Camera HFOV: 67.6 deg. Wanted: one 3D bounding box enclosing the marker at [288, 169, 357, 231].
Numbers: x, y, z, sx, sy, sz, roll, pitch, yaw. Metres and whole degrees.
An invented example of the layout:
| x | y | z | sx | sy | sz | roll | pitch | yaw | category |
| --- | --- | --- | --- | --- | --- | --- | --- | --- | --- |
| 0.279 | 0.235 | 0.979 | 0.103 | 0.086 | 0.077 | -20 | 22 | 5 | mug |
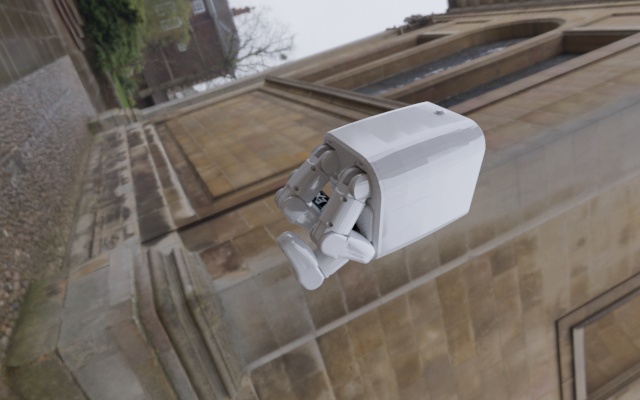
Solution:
| x | y | z | sx | sy | sz | roll | pitch | yaw | category |
| --- | --- | --- | --- | --- | --- | --- | --- | --- | --- |
| 0.000 | 0.002 | 0.451 | 0.020 | 0.020 | 0.121 | 0 | 25 | -27 | marker |
